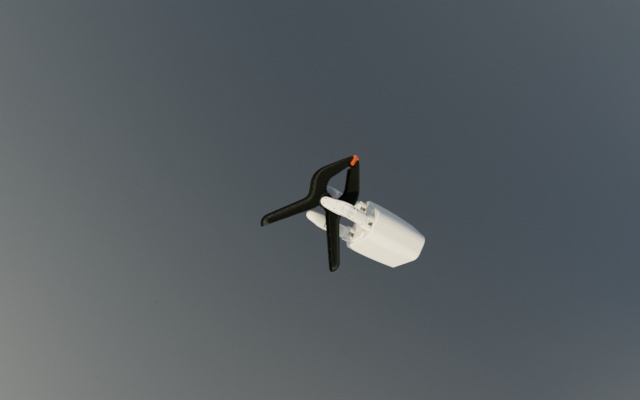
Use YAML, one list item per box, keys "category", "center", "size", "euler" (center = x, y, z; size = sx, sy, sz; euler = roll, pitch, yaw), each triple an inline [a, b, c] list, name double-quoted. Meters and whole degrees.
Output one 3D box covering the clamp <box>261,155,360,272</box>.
- category: "clamp"
  center: [0.001, 0.002, 0.866]
  size: [0.164, 0.210, 0.036]
  euler: [28, -9, -14]
